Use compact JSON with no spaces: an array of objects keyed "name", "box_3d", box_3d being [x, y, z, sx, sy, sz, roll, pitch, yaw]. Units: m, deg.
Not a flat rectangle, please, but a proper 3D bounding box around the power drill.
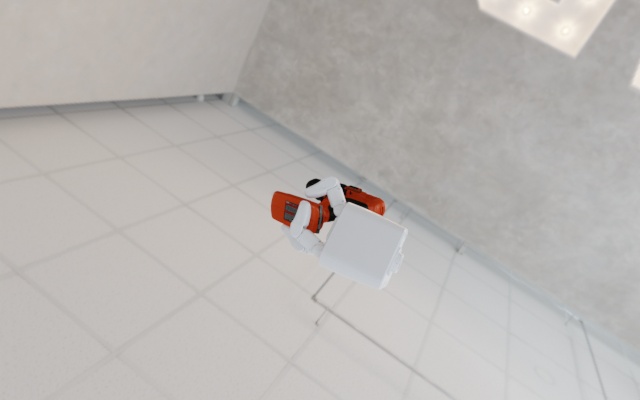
[{"name":"power drill","box_3d":[0.000,0.003,0.879,0.184,0.057,0.187,18,21,37]}]
